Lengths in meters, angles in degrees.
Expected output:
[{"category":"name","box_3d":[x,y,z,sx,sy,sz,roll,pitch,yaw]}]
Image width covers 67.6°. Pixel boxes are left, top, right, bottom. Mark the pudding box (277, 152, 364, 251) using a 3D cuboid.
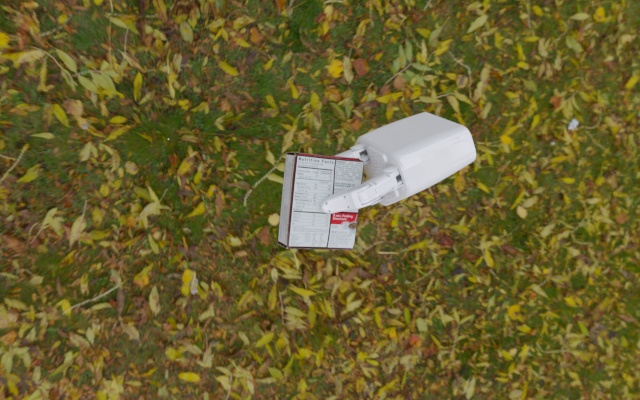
[{"category":"pudding box","box_3d":[0.000,0.002,0.571,0.090,0.113,0.039,4,4,-22]}]
